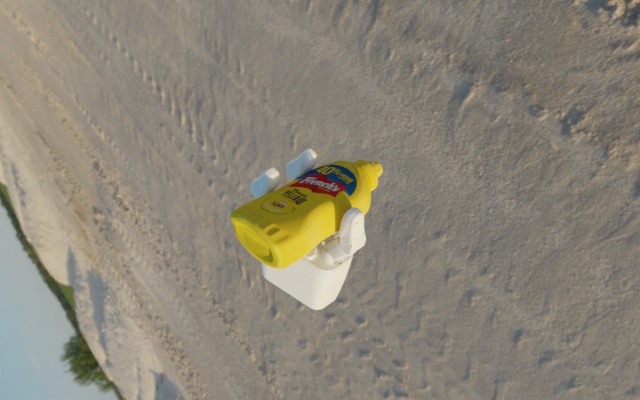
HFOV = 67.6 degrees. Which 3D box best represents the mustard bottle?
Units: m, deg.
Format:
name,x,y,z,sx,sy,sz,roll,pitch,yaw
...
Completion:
name,x,y,z,sx,sy,sz,roll,pitch,yaw
mustard bottle,0.000,0.002,0.551,0.191,0.058,0.096,-30,37,-29
